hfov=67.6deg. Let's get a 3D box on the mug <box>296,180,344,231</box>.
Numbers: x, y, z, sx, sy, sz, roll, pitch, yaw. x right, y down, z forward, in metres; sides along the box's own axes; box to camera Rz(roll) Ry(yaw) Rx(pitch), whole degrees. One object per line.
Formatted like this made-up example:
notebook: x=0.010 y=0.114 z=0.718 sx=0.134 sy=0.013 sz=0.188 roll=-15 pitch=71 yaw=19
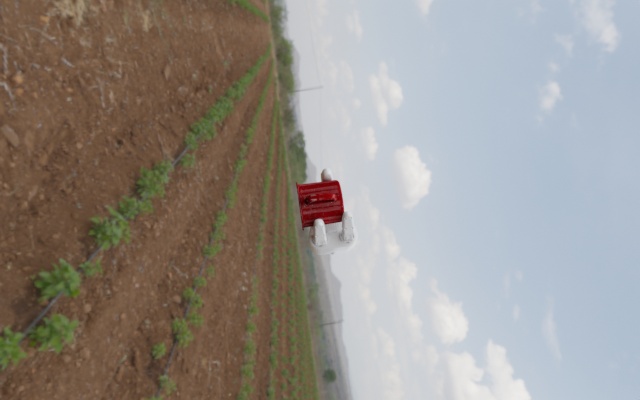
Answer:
mug: x=0.000 y=0.002 z=0.894 sx=0.081 sy=0.093 sz=0.117 roll=-8 pitch=-13 yaw=-3
